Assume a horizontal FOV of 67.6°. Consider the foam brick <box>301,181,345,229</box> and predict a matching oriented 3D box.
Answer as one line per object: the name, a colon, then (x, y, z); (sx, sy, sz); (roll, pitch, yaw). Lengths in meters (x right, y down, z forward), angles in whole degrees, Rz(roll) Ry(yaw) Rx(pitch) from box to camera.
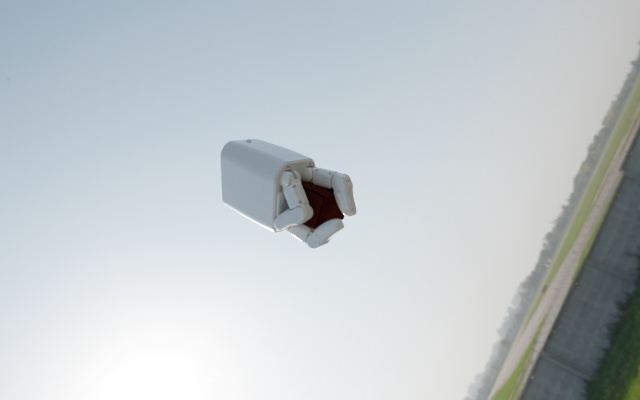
foam brick: (0.000, 0.002, 0.686); (0.051, 0.053, 0.078); (24, 20, 26)
